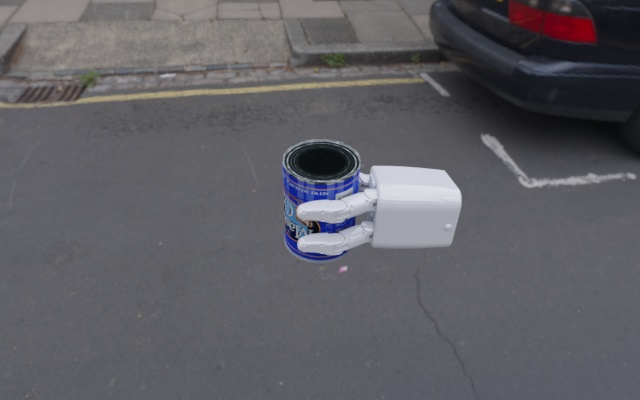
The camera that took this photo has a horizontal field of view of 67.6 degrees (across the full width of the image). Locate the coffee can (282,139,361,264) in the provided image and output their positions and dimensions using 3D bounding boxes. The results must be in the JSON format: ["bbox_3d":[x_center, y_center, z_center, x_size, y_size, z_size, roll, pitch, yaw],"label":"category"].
[{"bbox_3d":[0.000,0.002,0.657,0.103,0.140,0.102,1,38,-1],"label":"coffee can"}]
